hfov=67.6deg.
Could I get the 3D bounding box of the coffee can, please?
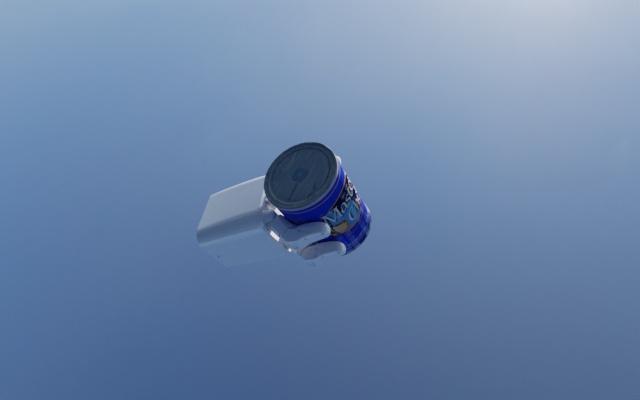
[{"bbox_3d":[0.000,0.002,0.656,0.103,0.102,0.140,0,-31,27],"label":"coffee can"}]
